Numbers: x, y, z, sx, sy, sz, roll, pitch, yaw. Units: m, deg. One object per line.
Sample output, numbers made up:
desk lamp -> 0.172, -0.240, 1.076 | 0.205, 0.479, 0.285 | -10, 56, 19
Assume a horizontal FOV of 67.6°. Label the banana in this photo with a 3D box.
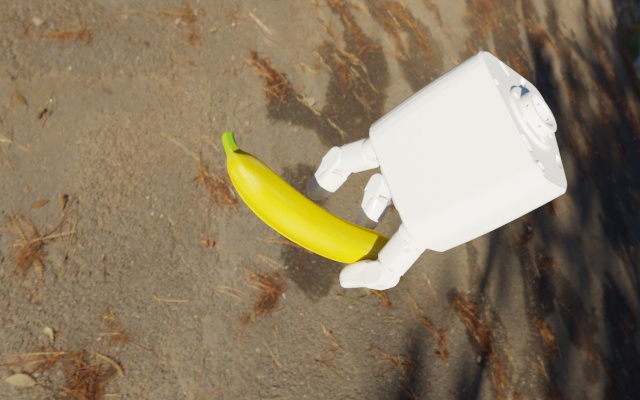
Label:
banana -> -0.006, 0.012, 0.416 | 0.198, 0.069, 0.037 | 36, -48, -19
